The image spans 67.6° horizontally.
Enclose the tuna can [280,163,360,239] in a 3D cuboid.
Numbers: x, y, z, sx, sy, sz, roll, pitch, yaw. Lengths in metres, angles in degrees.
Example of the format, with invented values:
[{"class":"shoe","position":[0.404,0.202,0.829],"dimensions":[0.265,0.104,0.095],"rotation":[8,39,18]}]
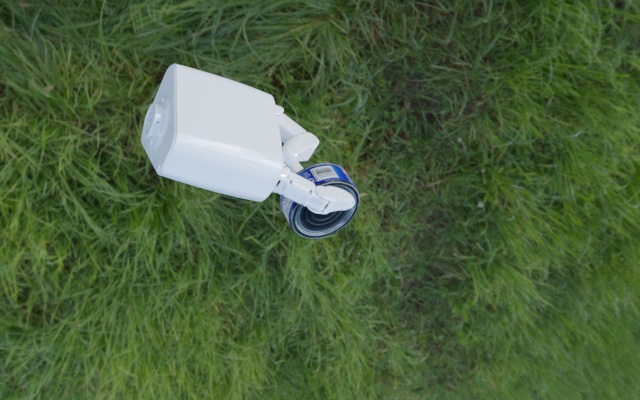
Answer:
[{"class":"tuna can","position":[0.000,0.002,0.536],"dimensions":[0.086,0.086,0.033],"rotation":[0,39,-30]}]
